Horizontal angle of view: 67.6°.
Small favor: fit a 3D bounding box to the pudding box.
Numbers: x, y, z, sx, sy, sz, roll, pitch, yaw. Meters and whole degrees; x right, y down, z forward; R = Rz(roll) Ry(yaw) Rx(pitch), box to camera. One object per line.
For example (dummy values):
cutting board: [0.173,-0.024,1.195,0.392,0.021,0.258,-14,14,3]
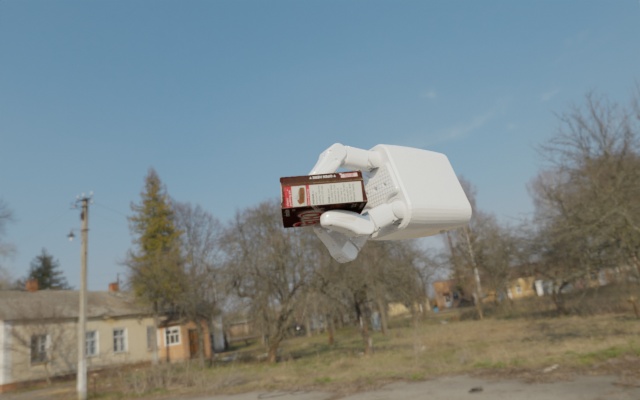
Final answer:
pudding box: [0.000,0.002,0.536,0.090,0.039,0.113,-6,-15,-4]
